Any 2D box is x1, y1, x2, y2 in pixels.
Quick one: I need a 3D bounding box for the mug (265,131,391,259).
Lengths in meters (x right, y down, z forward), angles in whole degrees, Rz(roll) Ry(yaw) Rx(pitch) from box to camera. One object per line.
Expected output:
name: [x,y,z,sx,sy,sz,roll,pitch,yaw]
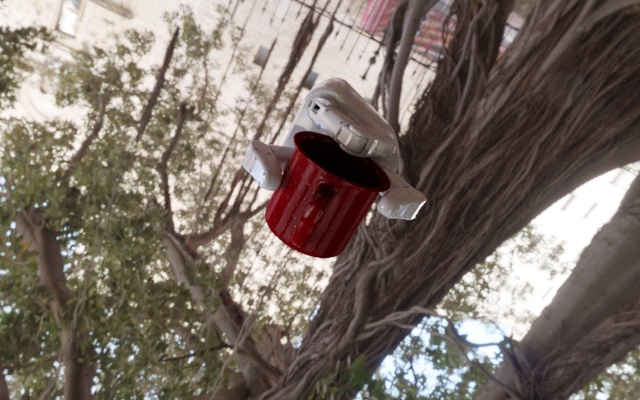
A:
mug: [0.000,0.002,0.412,0.093,0.081,0.117,28,24,-2]
